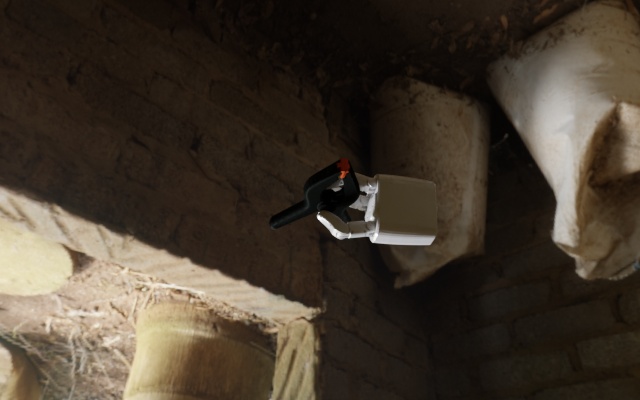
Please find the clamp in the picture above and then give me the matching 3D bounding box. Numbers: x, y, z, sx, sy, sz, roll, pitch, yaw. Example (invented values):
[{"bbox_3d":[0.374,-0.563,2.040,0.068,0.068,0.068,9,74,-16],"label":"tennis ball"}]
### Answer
[{"bbox_3d":[0.000,0.003,0.815,0.164,0.036,0.210,4,-35,-8],"label":"clamp"}]
